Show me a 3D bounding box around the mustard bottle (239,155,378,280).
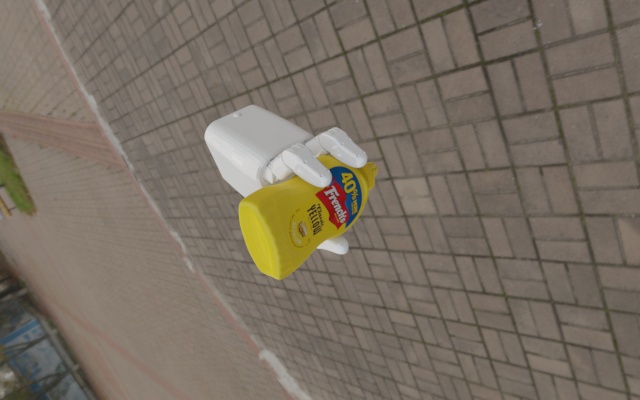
[{"bbox_3d":[0.000,0.002,0.549,0.058,0.096,0.191,12,36,45],"label":"mustard bottle"}]
